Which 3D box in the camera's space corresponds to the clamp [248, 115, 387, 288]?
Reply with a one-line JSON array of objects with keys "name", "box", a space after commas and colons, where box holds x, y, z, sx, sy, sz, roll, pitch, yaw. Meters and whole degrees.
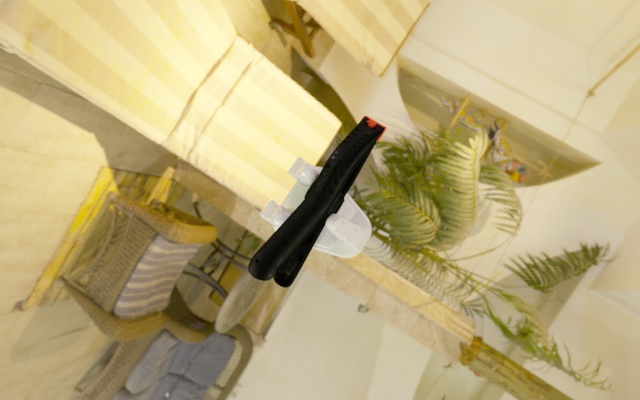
[{"name": "clamp", "box": [0.001, 0.002, 0.484, 0.036, 0.210, 0.164, 32, -2, 8]}]
